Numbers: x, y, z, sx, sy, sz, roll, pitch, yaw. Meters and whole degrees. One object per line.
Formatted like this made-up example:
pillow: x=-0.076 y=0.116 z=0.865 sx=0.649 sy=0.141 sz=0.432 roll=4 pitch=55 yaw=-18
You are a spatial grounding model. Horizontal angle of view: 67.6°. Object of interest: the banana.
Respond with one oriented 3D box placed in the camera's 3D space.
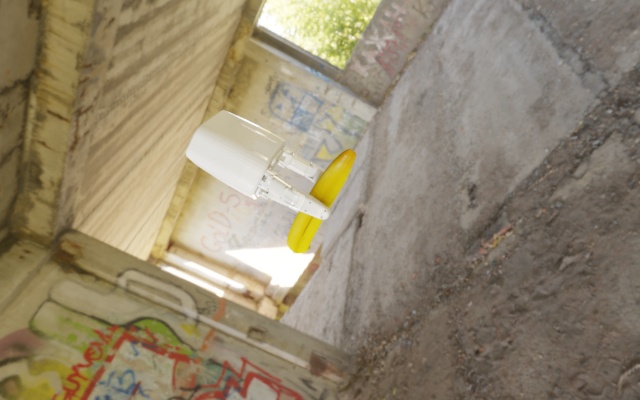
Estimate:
banana: x=-0.008 y=0.014 z=0.673 sx=0.037 sy=0.198 sz=0.069 roll=30 pitch=36 yaw=4
